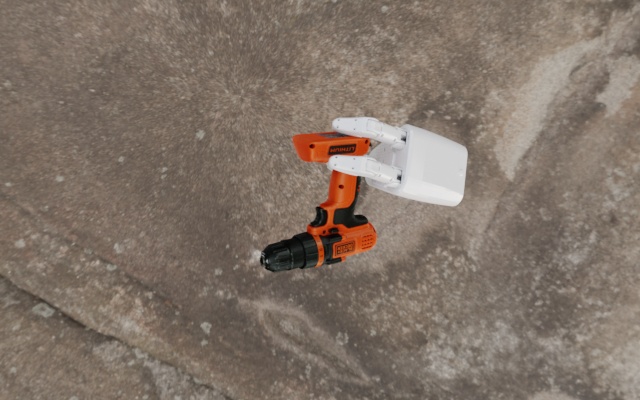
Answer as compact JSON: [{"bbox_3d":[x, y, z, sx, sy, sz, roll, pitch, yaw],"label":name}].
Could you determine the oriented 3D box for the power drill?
[{"bbox_3d":[0.000,0.002,0.661,0.184,0.188,0.057,-11,24,-32],"label":"power drill"}]
